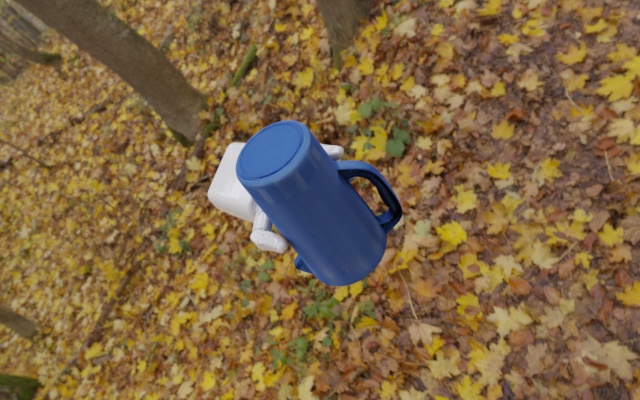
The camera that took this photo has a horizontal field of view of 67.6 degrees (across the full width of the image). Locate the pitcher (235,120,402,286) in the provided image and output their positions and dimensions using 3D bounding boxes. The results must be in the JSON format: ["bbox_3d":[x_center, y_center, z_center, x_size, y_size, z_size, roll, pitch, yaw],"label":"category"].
[{"bbox_3d":[0.000,0.002,0.661,0.145,0.149,0.243,14,-27,39],"label":"pitcher"}]
